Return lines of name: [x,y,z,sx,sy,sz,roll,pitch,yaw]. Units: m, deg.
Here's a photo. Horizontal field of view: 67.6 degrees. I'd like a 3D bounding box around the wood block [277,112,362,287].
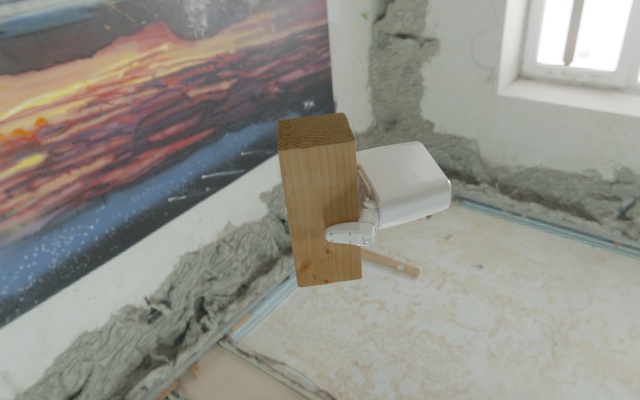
wood block: [0.001,0.002,0.624,0.090,0.206,0.090,-7,32,-2]
